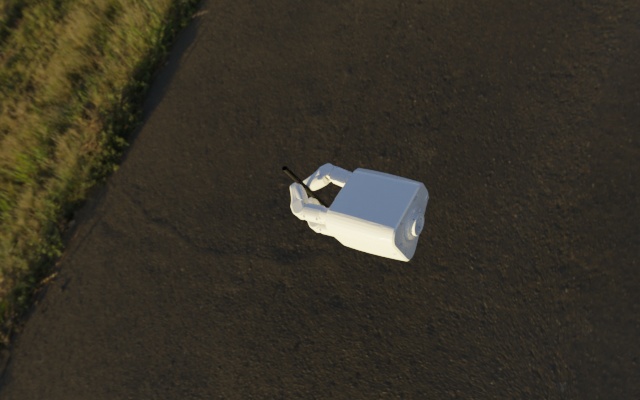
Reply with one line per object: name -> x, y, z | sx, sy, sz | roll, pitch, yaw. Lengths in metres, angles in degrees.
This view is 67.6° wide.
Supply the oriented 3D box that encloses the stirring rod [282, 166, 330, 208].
stirring rod -> 0.000, 0.003, 0.785 | 0.011, 0.011, 0.240 | 0, -24, 28
